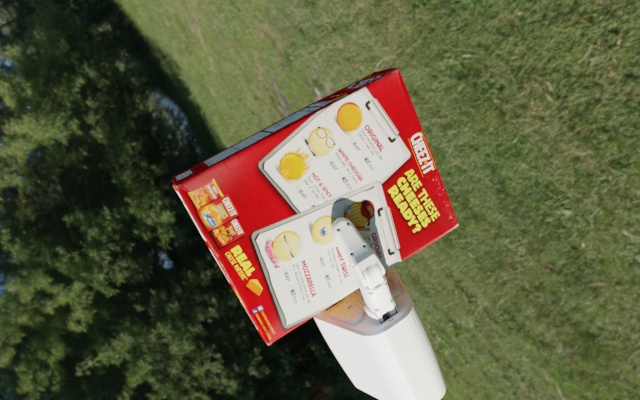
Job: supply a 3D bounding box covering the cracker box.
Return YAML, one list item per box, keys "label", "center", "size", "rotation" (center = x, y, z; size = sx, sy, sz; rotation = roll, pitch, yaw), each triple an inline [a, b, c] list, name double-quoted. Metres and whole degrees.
- label: "cracker box"
  center: [0.000, 0.002, 0.439]
  size: [0.213, 0.164, 0.072]
  rotation: [-30, 19, -13]
